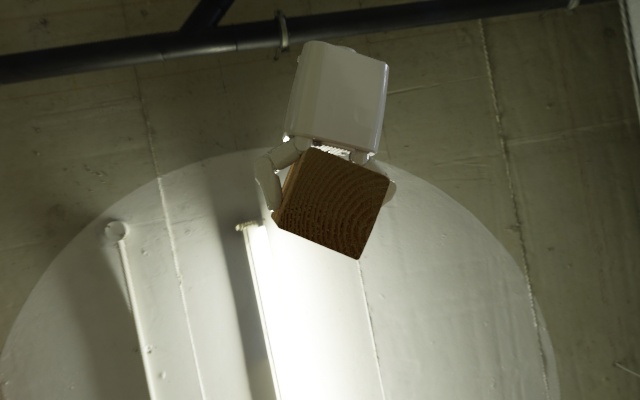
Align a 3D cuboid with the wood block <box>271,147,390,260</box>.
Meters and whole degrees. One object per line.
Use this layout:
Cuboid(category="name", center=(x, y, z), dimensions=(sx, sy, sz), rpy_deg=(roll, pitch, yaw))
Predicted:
Cuboid(category="wood block", center=(0.001, 0.002, 0.567), dimensions=(0.091, 0.090, 0.206), rpy_deg=(22, -2, -7))
